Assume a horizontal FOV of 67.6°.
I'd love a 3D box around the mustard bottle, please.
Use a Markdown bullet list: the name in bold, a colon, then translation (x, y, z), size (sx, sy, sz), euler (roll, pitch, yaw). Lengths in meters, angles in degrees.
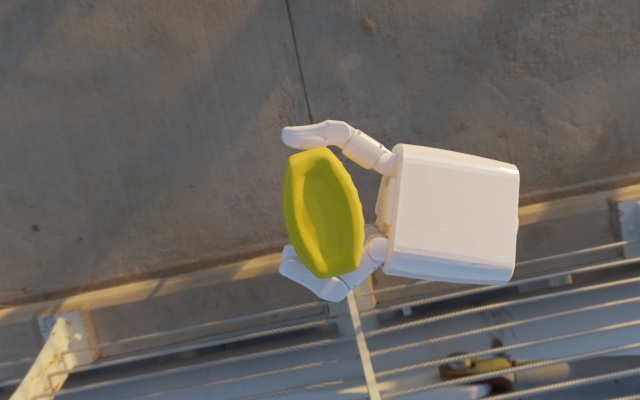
- **mustard bottle**: translation (0.000, 0.001, 0.436), size (0.058, 0.096, 0.191), euler (-16, 6, 0)
